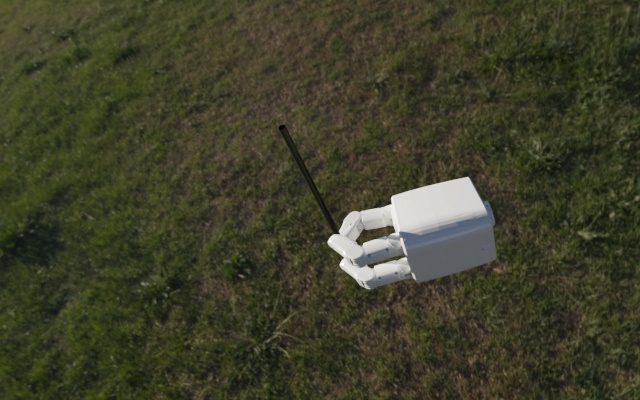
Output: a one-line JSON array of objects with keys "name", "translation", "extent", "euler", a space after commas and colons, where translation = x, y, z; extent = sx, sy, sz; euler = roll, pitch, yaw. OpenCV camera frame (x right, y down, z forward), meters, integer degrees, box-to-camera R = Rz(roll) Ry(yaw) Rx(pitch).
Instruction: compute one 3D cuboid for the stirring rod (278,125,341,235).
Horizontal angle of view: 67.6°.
[{"name": "stirring rod", "translation": [0.000, 0.002, 0.571], "extent": [0.011, 0.011, 0.240], "euler": [0, -40, 25]}]
